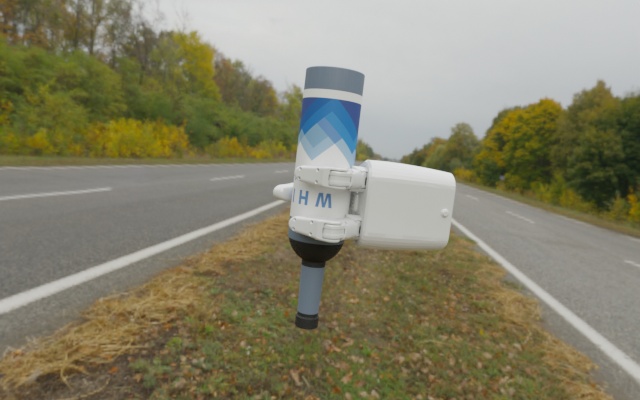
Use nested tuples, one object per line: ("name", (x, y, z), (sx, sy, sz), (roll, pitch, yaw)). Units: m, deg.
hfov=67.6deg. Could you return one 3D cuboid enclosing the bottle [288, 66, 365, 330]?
("bottle", (0.000, 0.002, 0.549), (0.069, 0.296, 0.069), (7, 5, -1))
